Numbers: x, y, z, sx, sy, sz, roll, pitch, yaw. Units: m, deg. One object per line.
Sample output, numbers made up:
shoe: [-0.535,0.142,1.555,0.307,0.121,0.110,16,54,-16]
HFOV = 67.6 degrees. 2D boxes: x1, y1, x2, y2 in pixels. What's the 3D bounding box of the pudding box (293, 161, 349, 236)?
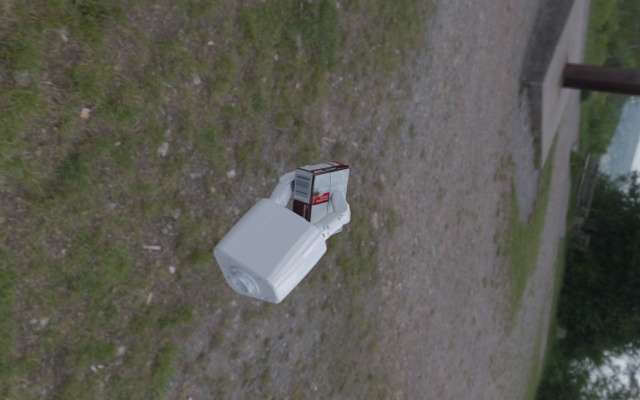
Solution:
pudding box: [0.000,0.002,0.727,0.039,0.113,0.090,20,22,34]
